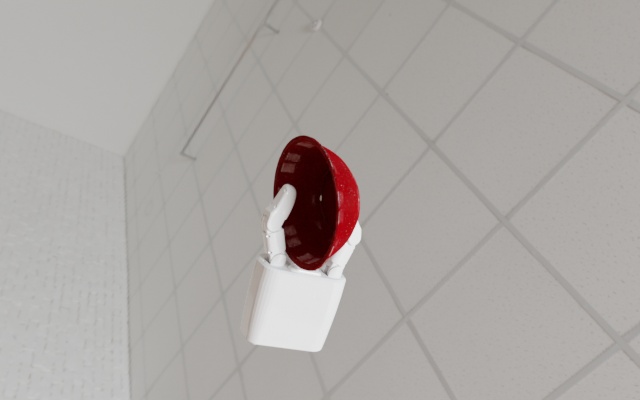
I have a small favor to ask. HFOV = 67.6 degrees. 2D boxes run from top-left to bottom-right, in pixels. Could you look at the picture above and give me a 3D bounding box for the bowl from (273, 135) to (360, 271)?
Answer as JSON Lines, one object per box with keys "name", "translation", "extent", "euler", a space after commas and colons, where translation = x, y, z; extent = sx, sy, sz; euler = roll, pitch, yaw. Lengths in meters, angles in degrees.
{"name": "bowl", "translation": [0.001, 0.001, 0.581], "extent": [0.055, 0.162, 0.162], "euler": [-4, 2, -30]}
